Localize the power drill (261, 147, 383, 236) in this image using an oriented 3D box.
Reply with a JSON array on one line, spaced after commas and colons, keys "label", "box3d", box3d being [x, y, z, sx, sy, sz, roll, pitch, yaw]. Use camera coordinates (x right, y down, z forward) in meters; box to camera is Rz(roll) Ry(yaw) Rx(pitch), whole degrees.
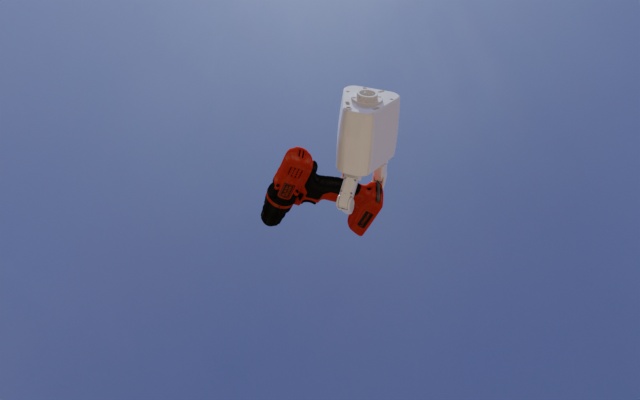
[{"label": "power drill", "box3d": [0.001, 0.003, 0.827, 0.187, 0.057, 0.184, 16, -42, -14]}]
